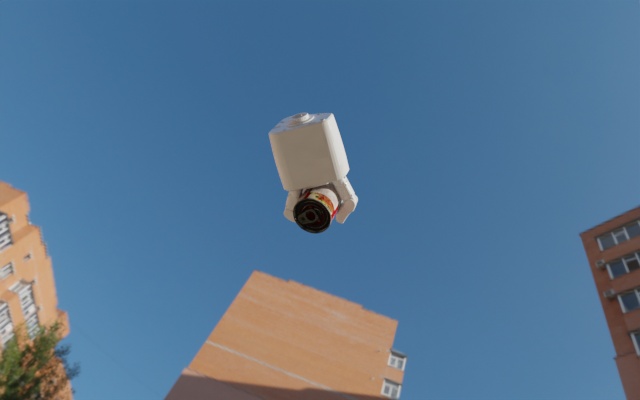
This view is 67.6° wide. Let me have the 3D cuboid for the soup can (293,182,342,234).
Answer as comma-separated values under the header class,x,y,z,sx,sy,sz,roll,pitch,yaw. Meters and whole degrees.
class,x,y,z,sx,sy,sz,roll,pitch,yaw
soup can,0.000,0.003,0.841,0.068,0.068,0.102,0,28,20
